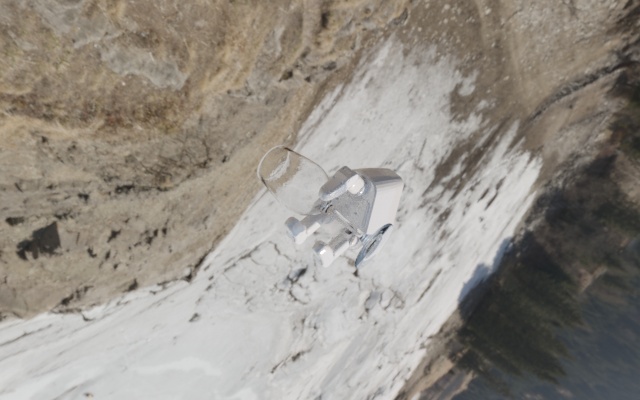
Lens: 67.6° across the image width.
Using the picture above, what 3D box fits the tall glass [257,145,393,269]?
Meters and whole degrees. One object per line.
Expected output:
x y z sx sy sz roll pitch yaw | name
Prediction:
0.001 0.003 0.661 0.201 0.079 0.079 39 18 23 | tall glass
